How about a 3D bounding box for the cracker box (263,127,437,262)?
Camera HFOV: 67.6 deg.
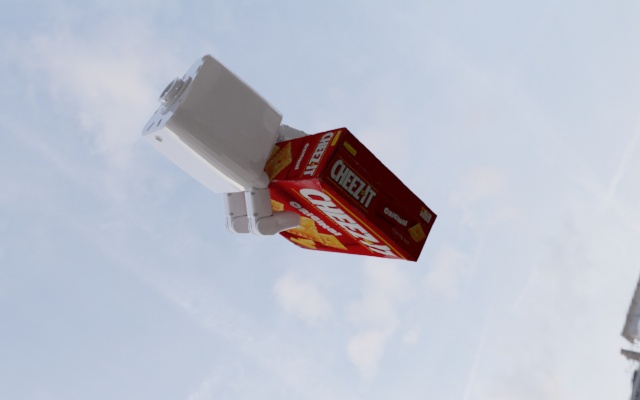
[{"bbox_3d":[0.000,0.002,0.568,0.164,0.072,0.213,38,-22,-30],"label":"cracker box"}]
